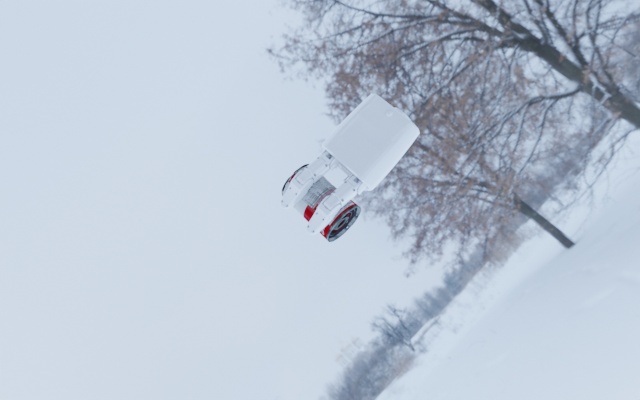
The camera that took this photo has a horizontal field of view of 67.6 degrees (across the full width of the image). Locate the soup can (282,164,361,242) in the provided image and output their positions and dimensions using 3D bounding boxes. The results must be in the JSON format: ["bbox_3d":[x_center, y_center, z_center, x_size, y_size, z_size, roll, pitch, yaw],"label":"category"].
[{"bbox_3d":[0.000,0.003,0.704,0.102,0.068,0.068,43,17,19],"label":"soup can"}]
